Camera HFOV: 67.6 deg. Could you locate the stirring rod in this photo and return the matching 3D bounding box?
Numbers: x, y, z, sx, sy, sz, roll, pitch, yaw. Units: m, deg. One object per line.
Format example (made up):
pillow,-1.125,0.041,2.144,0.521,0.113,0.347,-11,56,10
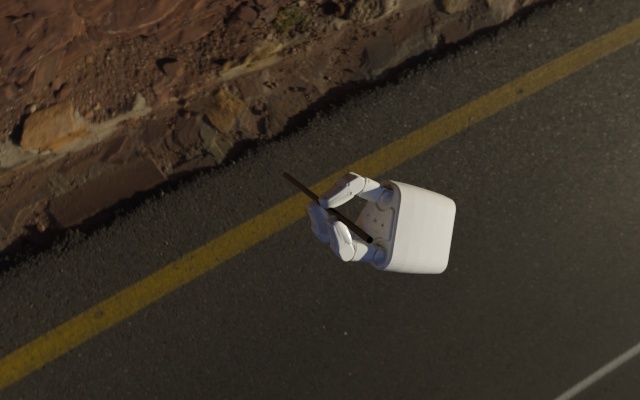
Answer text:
stirring rod,0.000,0.002,0.604,0.011,0.011,0.239,0,19,-27
